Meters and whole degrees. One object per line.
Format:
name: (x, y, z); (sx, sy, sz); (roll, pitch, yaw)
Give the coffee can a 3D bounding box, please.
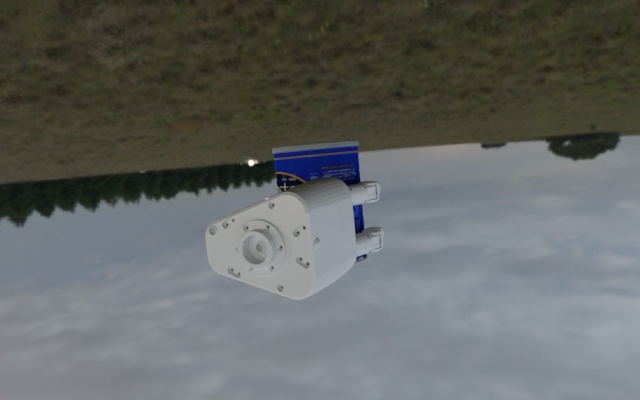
coffee can: (0.000, 0.002, 0.574); (0.103, 0.140, 0.103); (-5, 6, 1)
